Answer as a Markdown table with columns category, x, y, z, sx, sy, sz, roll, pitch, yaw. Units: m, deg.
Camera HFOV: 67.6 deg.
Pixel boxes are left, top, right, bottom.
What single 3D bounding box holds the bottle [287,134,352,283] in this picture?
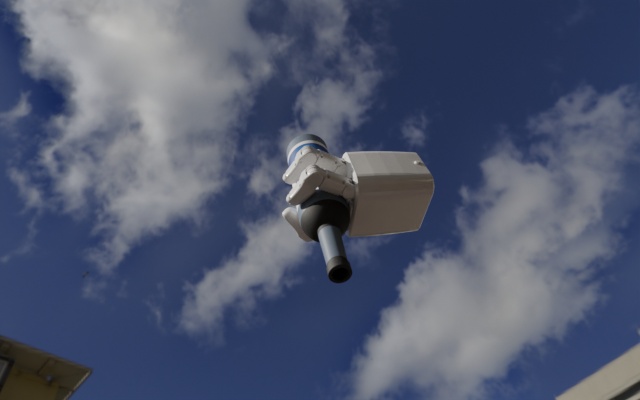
| category | x | y | z | sx | sy | sz | roll | pitch | yaw |
| --- | --- | --- | --- | --- | --- | --- | --- | --- | --- |
| bottle | 0.000 | 0.002 | 0.648 | 0.069 | 0.069 | 0.295 | 0 | 33 | -10 |
